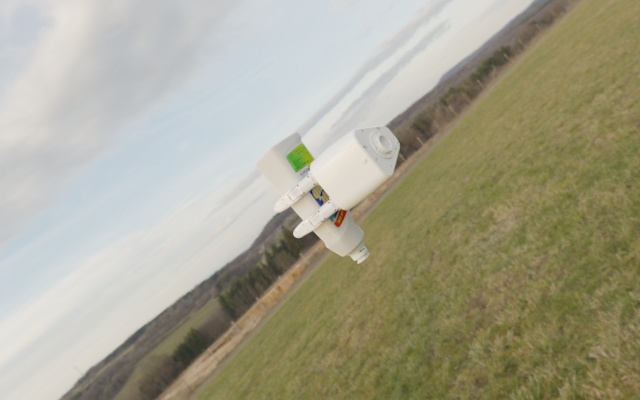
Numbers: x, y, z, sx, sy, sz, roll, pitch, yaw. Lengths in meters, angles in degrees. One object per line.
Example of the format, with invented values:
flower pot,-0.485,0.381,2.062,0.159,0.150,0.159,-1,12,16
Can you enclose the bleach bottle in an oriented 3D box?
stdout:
bleach bottle,0.000,0.003,0.845,0.068,0.251,0.102,-38,4,39
